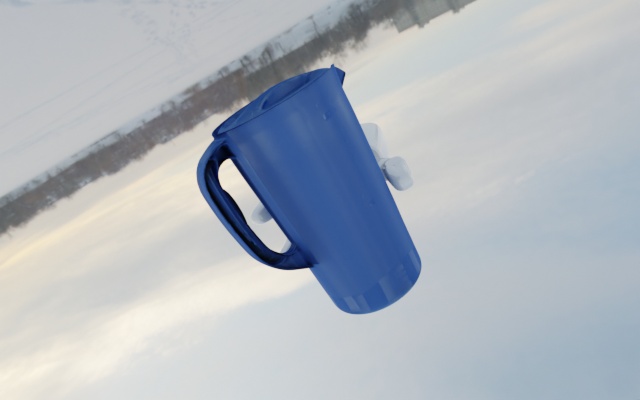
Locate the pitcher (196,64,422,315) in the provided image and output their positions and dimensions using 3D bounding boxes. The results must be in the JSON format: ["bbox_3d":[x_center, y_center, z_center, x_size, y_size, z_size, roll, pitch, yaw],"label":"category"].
[{"bbox_3d":[0.000,0.001,0.486,0.149,0.243,0.145,-24,20,18],"label":"pitcher"}]
